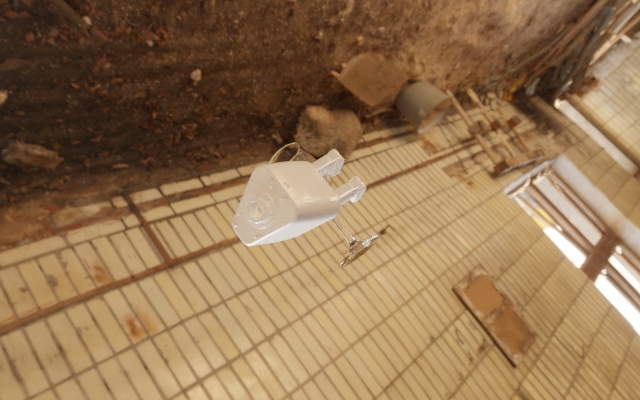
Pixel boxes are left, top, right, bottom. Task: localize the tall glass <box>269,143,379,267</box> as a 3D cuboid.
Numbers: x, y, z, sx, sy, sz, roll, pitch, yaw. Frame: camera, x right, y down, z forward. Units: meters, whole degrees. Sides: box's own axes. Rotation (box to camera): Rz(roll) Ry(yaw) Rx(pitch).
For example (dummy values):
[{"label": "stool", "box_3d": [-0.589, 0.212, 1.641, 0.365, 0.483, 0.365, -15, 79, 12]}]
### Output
[{"label": "tall glass", "box_3d": [0.001, 0.003, 0.744, 0.079, 0.201, 0.079, -35, -17, -12]}]
